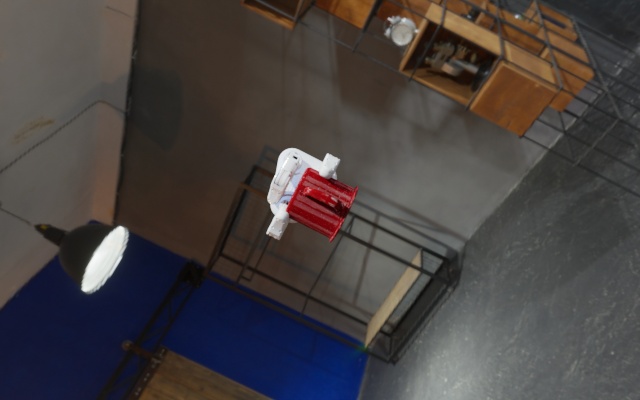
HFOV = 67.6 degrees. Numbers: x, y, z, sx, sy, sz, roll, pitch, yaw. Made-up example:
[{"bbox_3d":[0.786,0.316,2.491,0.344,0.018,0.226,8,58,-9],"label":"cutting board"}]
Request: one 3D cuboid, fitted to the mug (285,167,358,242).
[{"bbox_3d":[0.000,0.002,0.695,0.081,0.093,0.117,26,-5,-2],"label":"mug"}]
